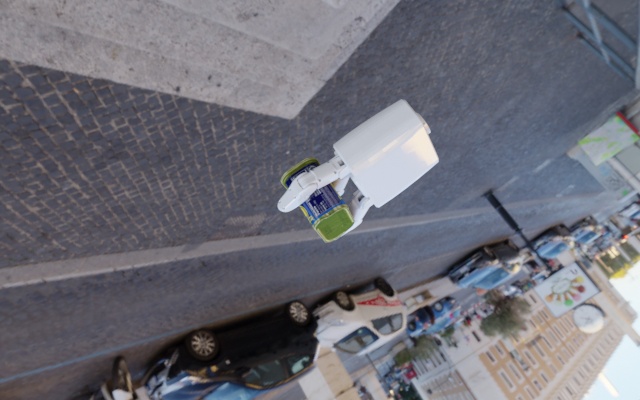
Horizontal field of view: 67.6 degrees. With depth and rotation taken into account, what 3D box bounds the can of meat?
[{"bbox_3d":[0.000,0.002,0.647,0.057,0.084,0.102,-34,-22,0],"label":"can of meat"}]
